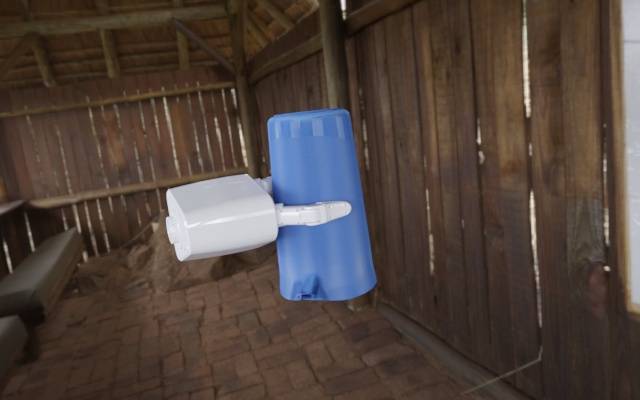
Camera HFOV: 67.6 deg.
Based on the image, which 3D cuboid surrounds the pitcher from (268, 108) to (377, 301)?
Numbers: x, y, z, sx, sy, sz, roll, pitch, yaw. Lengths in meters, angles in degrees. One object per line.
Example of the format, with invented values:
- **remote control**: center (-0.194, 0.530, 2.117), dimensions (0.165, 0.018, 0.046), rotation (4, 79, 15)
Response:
- **pitcher**: center (0.000, 0.002, 0.647), dimensions (0.145, 0.243, 0.149), rotation (-11, 11, -25)
